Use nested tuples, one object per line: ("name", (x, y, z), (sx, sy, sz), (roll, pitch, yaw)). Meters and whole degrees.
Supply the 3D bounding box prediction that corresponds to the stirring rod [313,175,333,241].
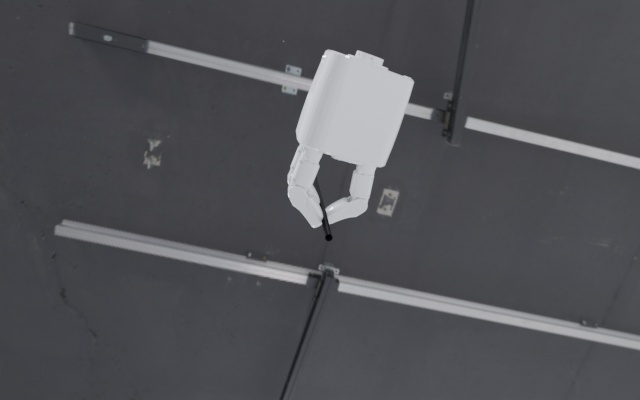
("stirring rod", (0.000, 0.002, 0.623), (0.011, 0.011, 0.239), (0, 18, -4))
